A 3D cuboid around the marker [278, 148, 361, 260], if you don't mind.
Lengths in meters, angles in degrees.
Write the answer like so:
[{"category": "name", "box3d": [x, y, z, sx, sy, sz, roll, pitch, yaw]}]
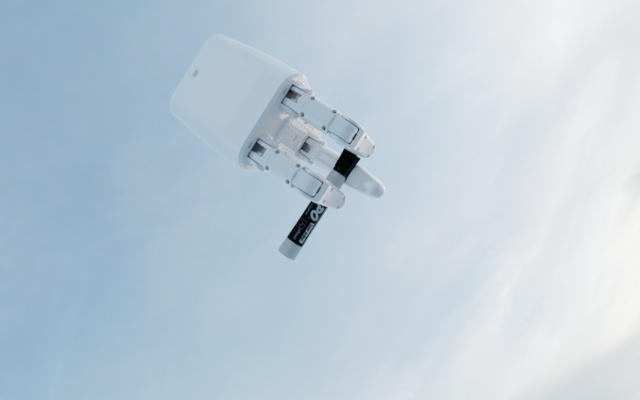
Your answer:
[{"category": "marker", "box3d": [0.000, 0.002, 0.451, 0.020, 0.121, 0.020, 33, 3, -2]}]
